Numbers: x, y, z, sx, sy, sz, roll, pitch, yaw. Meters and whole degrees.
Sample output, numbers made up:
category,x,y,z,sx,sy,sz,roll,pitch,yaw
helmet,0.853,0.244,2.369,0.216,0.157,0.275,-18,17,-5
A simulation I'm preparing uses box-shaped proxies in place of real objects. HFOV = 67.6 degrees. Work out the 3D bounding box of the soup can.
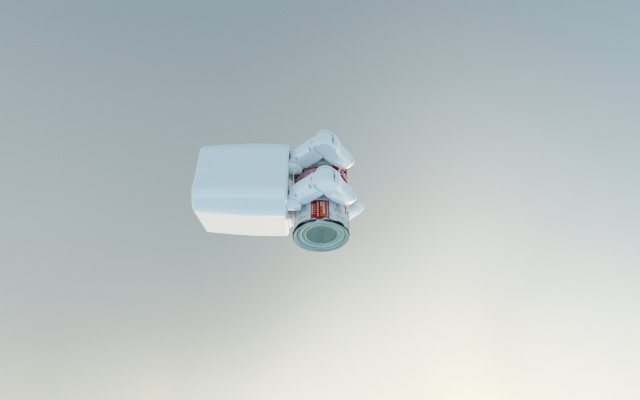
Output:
category,x,y,z,sx,sy,sz,roll,pitch,yaw
soup can,0.001,0.002,0.574,0.068,0.102,0.069,0,-37,0
